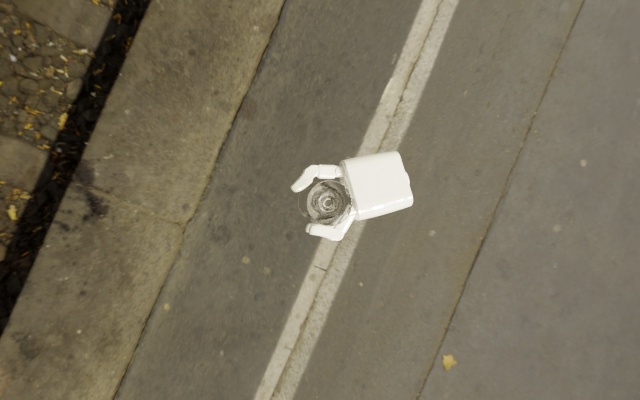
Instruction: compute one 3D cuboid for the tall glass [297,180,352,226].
[{"bbox_3d":[0.000,0.003,0.867,0.079,0.079,0.201,0,1,-9],"label":"tall glass"}]
